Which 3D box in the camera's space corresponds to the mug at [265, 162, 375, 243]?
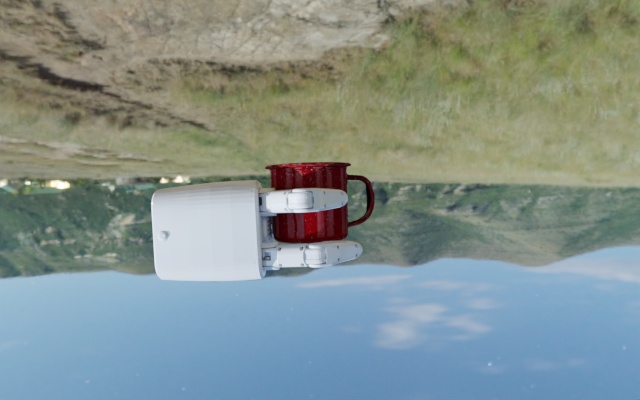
[{"bbox_3d":[0.002,0.002,0.517,0.117,0.081,0.093,-2,1,-1],"label":"mug"}]
